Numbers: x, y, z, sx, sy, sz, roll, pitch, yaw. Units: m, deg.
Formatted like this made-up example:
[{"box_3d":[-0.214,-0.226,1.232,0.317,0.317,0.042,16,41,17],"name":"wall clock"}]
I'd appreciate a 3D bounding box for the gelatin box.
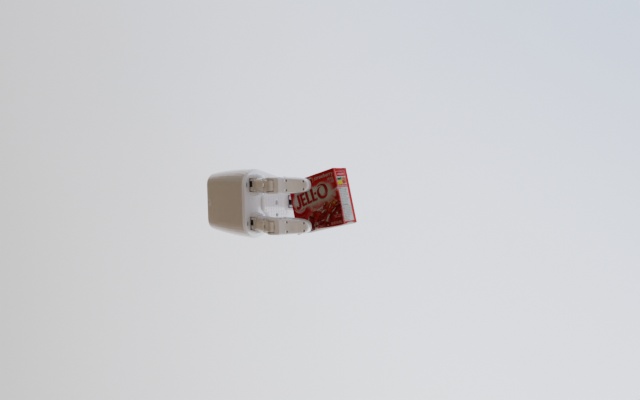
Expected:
[{"box_3d":[0.001,0.002,0.632,0.089,0.073,0.030,-15,-7,42],"name":"gelatin box"}]
